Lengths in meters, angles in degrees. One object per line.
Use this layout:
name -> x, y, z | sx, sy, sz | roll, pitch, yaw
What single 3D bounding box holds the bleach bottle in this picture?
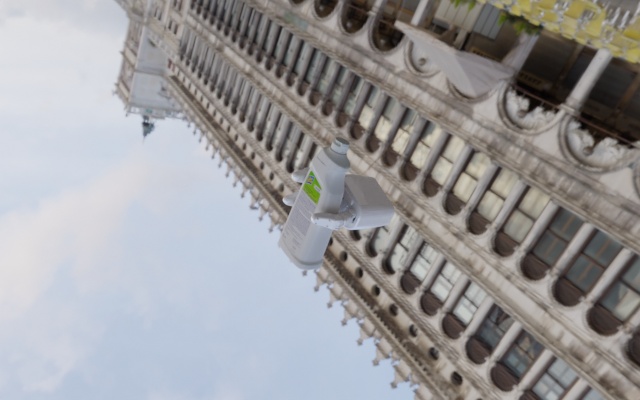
bleach bottle -> 0.000, 0.003, 0.897 | 0.068, 0.251, 0.102 | -1, 34, -41
